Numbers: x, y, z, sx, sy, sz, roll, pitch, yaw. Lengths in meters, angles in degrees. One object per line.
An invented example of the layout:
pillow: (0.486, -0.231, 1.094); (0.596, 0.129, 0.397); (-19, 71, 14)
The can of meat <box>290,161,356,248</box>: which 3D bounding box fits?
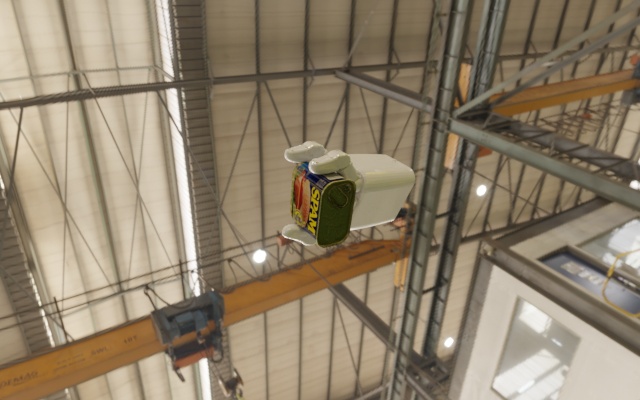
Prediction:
can of meat: (0.000, 0.002, 0.686); (0.057, 0.102, 0.084); (-11, 31, -32)
